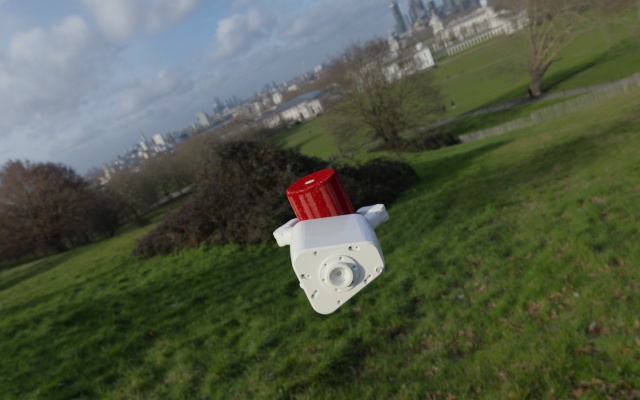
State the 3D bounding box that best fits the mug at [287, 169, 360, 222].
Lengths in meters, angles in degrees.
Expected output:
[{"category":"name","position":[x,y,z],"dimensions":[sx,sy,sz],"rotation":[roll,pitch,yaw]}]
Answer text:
[{"category":"mug","position":[0.000,0.002,0.722],"dimensions":[0.093,0.081,0.117],"rotation":[-25,16,1]}]
